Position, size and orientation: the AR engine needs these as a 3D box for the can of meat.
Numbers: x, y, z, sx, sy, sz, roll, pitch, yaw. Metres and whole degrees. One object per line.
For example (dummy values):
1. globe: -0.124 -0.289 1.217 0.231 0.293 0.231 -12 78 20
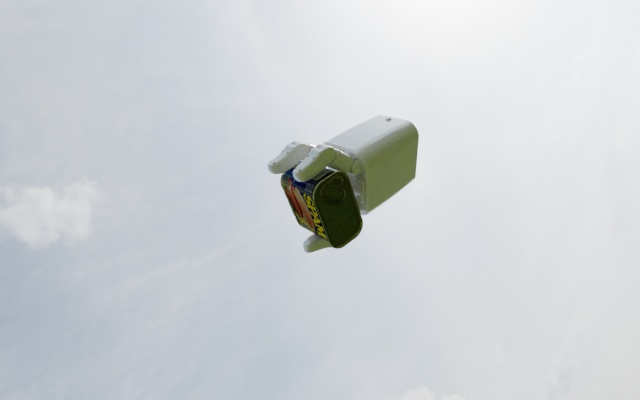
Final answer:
1. can of meat: 0.000 0.002 0.629 0.057 0.102 0.084 -35 34 -23
